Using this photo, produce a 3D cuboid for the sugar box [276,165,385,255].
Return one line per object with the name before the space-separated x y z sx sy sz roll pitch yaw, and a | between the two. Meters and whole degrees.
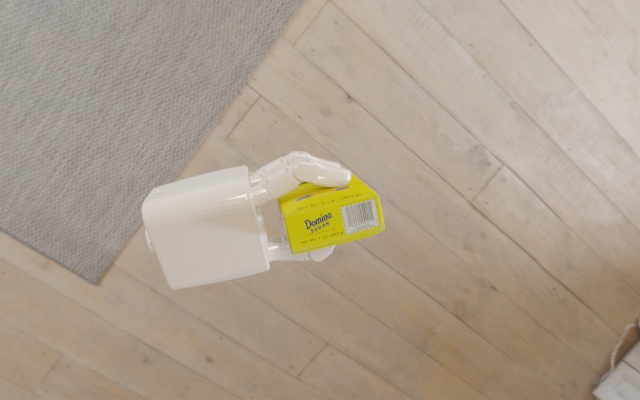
sugar box | 0.000 0.001 0.524 0.093 0.048 0.176 -13 17 -7
